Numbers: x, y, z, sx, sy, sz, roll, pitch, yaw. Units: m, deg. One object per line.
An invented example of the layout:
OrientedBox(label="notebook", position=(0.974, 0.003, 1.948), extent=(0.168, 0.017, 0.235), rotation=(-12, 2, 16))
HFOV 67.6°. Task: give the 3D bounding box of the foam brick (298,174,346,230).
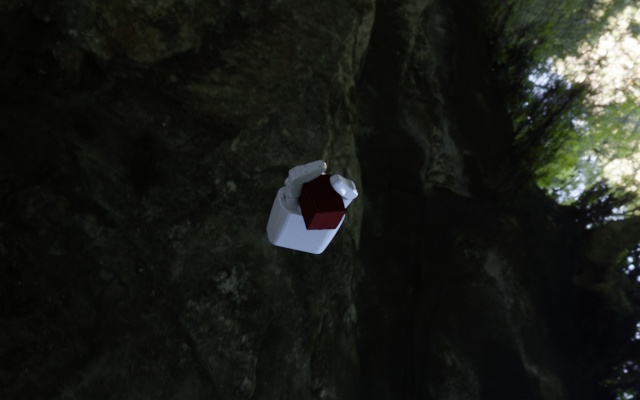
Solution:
OrientedBox(label="foam brick", position=(0.000, 0.003, 0.759), extent=(0.053, 0.078, 0.051), rotation=(0, -39, -23))
